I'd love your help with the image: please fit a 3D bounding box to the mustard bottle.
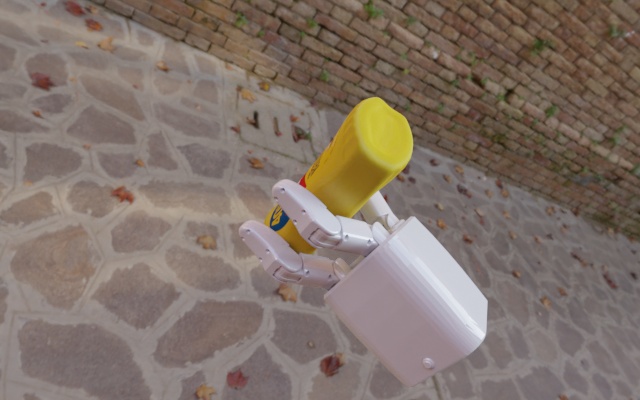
[{"bbox_3d":[0.000,0.001,0.426,0.058,0.192,0.096,34,37,-11],"label":"mustard bottle"}]
